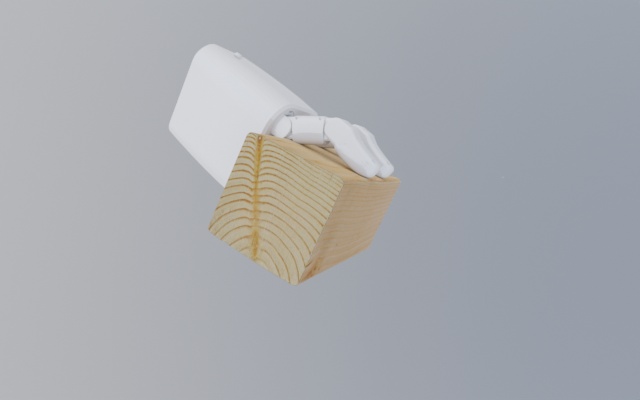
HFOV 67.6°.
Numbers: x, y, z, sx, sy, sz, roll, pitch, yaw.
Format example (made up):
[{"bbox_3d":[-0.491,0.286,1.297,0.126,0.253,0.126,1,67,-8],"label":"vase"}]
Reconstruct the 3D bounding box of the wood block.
[{"bbox_3d":[0.000,0.002,0.455,0.090,0.091,0.206,29,12,17],"label":"wood block"}]
